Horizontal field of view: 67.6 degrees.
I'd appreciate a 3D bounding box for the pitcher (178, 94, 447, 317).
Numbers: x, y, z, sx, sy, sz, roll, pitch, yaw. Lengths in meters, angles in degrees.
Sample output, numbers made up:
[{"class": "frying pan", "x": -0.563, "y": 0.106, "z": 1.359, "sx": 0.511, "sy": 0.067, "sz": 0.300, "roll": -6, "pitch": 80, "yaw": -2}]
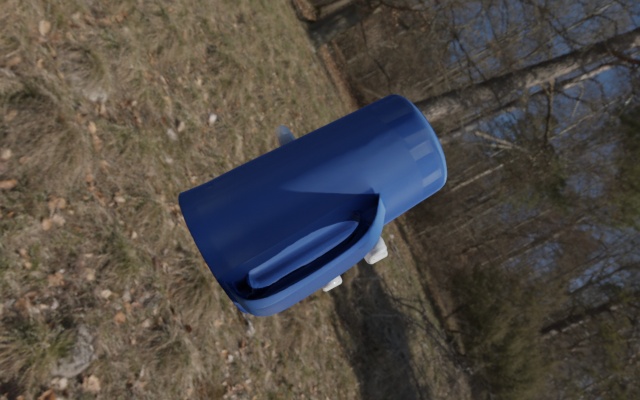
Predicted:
[{"class": "pitcher", "x": 0.000, "y": 0.002, "z": 0.466, "sx": 0.243, "sy": 0.149, "sz": 0.145, "roll": -29, "pitch": -11, "yaw": -4}]
